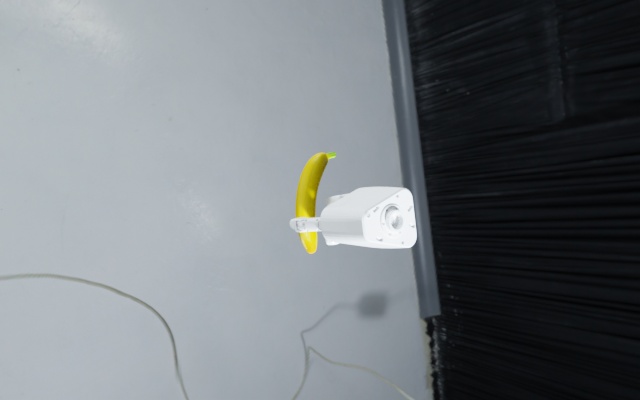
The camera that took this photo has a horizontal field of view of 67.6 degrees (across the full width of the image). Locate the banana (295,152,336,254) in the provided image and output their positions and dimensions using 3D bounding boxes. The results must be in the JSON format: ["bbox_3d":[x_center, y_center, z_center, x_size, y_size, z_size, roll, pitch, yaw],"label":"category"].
[{"bbox_3d":[-0.014,-0.006,0.863,0.070,0.197,0.037,20,-12,-32],"label":"banana"}]
